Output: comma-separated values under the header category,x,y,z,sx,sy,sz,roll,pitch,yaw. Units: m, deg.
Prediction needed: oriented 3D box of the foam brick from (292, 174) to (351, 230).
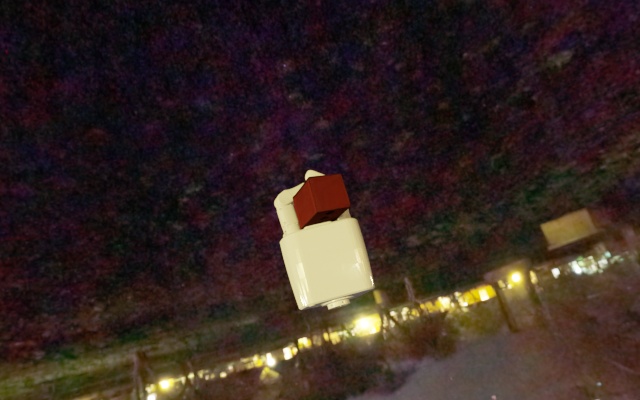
category,x,y,z,sx,sy,sz,roll,pitch,yaw
foam brick,0.000,0.002,0.676,0.053,0.051,0.078,-8,-18,-23
